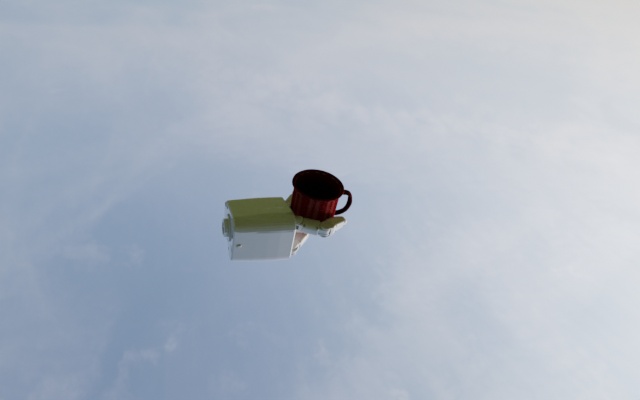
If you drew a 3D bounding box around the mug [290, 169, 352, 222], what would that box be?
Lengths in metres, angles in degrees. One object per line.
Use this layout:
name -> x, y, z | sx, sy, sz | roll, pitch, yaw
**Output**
mug -> 0.001, 0.003, 0.862 | 0.117, 0.082, 0.093 | -1, 39, -18
